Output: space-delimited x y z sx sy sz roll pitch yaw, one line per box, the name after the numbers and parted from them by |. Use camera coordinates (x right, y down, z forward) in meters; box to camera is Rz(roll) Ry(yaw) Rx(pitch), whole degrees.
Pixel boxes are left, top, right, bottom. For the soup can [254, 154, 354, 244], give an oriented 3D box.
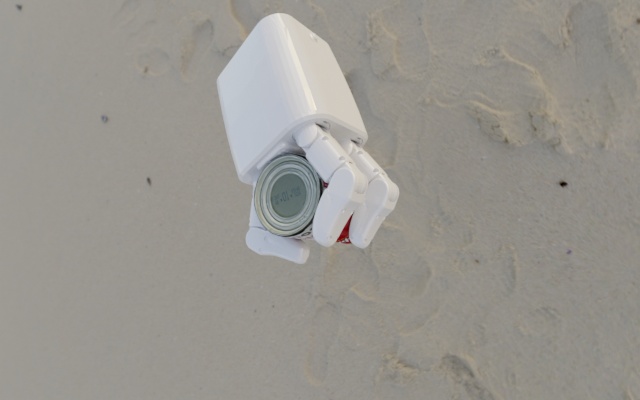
0.000 0.002 0.413 0.068 0.068 0.102 0 -7 33 | soup can
